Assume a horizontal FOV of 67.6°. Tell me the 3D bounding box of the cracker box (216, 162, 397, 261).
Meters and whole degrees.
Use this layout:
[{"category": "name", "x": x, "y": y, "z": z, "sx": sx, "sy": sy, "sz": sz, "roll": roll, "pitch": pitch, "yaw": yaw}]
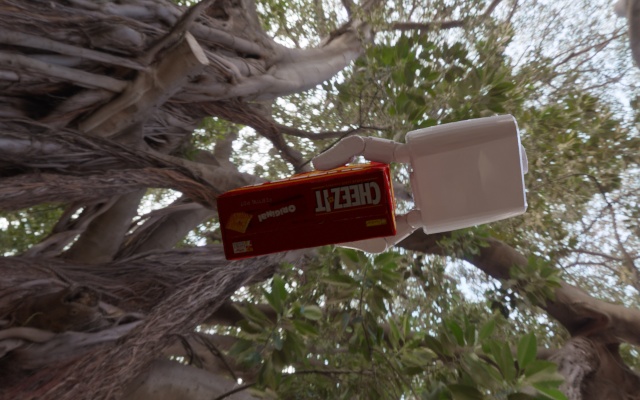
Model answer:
[{"category": "cracker box", "x": 0.000, "y": 0.002, "z": 0.538, "sx": 0.164, "sy": 0.072, "sz": 0.213, "roll": -10, "pitch": 4, "yaw": 10}]
